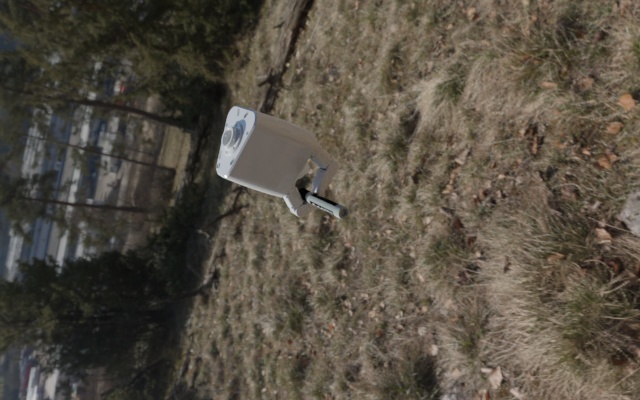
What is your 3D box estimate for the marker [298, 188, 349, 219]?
[{"bbox_3d":[0.000,0.002,0.730,0.020,0.020,0.121,0,15,-35],"label":"marker"}]
